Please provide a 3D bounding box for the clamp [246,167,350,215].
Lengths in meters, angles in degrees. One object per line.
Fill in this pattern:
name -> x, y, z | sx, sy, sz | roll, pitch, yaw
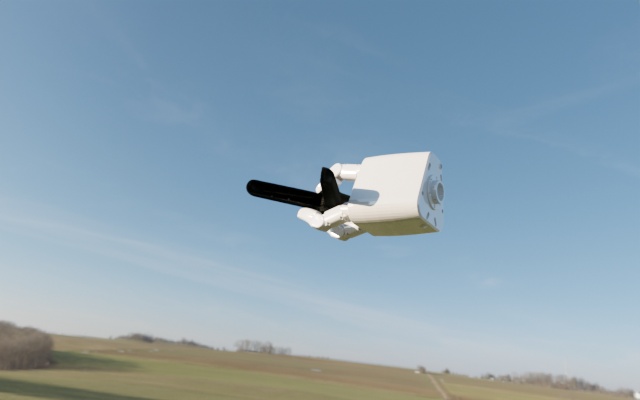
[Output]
clamp -> 0.001, 0.002, 0.740 | 0.164, 0.036, 0.210 | -2, -20, 36
